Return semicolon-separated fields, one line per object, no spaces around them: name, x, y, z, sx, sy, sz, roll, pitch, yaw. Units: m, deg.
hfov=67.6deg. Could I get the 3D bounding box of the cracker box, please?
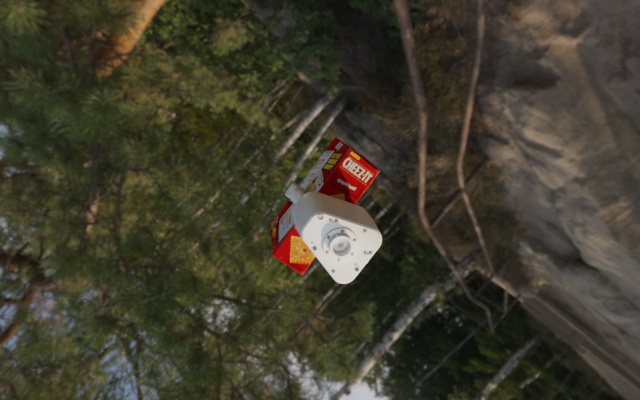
cracker box;0.000;0.003;0.833;0.072;0.214;0.164;35;7;-14
